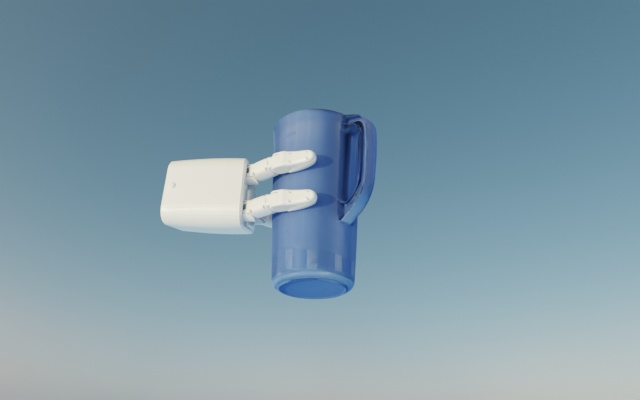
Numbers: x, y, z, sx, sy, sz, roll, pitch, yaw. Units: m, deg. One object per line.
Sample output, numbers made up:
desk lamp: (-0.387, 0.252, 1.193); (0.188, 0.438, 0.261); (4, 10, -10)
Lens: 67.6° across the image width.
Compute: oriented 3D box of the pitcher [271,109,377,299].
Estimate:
pitcher: (0.000, 0.002, 0.653); (0.145, 0.242, 0.149); (1, -26, 1)
